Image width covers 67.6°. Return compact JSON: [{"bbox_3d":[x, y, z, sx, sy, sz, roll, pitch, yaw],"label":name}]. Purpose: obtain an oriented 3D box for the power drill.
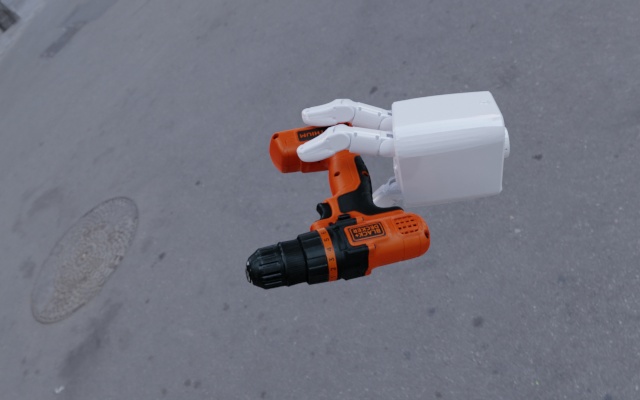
[{"bbox_3d":[0.000,0.001,0.509,0.184,0.187,0.057,-10,-38,-12],"label":"power drill"}]
